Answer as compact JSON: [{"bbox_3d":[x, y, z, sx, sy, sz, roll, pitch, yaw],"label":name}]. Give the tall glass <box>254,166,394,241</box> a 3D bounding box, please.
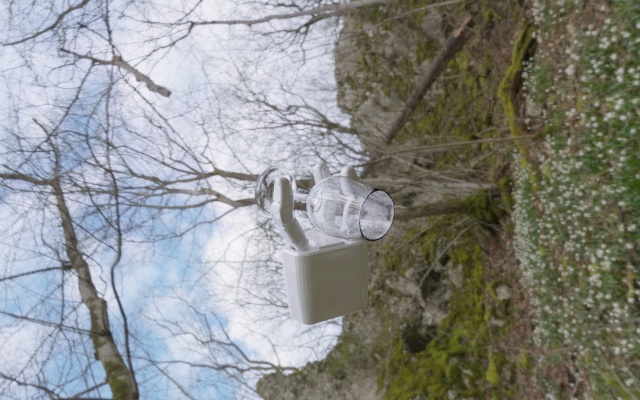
[{"bbox_3d":[0.000,0.002,0.624,0.079,0.079,0.201,0,9,-42],"label":"tall glass"}]
